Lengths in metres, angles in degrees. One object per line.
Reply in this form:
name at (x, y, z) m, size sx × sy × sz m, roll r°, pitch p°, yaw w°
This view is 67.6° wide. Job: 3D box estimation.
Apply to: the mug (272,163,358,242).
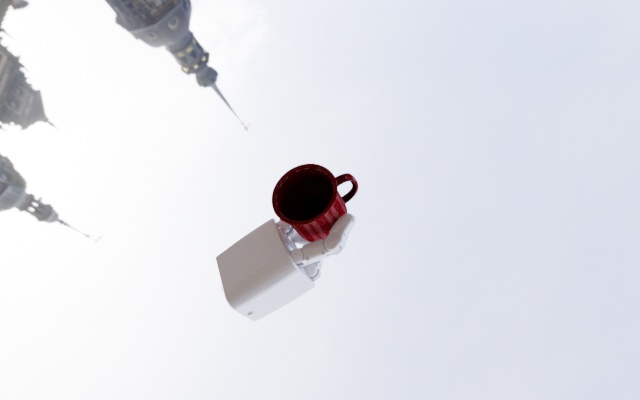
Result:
mug at (0.001, 0.001, 0.665) m, size 0.117 × 0.093 × 0.081 m, roll -32°, pitch -33°, yaw 1°
